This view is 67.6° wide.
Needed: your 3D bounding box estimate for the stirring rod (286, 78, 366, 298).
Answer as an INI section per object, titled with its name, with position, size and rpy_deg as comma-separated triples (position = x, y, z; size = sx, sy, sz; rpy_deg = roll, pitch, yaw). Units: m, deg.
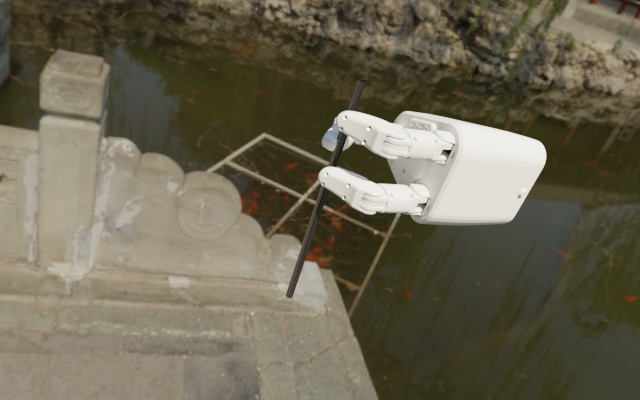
[stirring rod]
position = 0.000, 0.002, 0.449
size = 0.011, 0.240, 0.011
rpy_deg = 14, 30, -8
